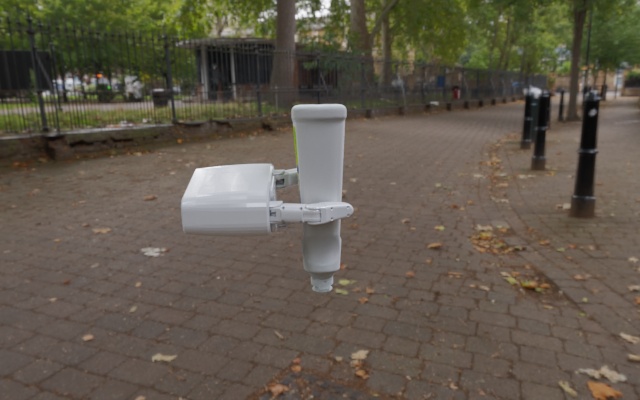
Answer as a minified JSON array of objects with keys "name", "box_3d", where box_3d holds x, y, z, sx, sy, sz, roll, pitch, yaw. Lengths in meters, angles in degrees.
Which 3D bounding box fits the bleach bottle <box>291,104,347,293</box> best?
[{"name":"bleach bottle","box_3d":[0.000,0.002,0.628,0.068,0.251,0.102,-1,13,-1]}]
